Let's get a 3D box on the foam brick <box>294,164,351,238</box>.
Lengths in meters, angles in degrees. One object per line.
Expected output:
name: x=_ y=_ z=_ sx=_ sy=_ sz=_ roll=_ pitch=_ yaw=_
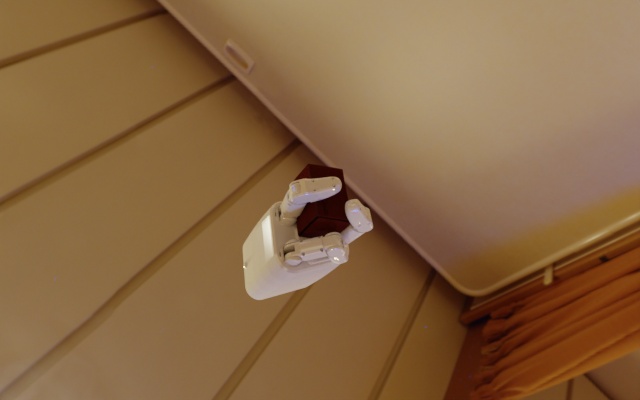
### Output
foam brick: x=0.000 y=0.002 z=0.596 sx=0.053 sy=0.078 sz=0.051 roll=9 pitch=-35 yaw=-29
